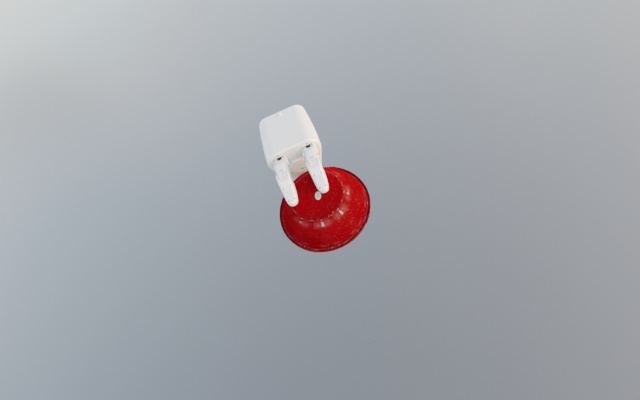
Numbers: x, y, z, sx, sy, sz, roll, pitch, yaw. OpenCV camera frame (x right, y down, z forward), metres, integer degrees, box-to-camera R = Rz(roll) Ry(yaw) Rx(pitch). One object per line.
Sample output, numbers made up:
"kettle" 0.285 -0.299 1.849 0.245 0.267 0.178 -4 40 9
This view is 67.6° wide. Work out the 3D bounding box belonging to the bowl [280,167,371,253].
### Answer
"bowl" 0.001 0.003 0.799 0.162 0.162 0.055 0 -25 16
